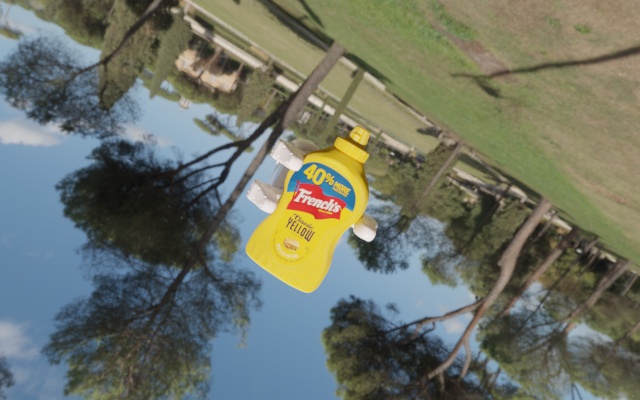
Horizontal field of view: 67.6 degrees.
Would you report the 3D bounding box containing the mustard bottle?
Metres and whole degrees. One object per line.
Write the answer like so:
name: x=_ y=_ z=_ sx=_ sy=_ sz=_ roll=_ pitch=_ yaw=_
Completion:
mustard bottle: x=0.000 y=0.002 z=0.545 sx=0.096 sy=0.191 sz=0.058 roll=32 pitch=8 yaw=10
